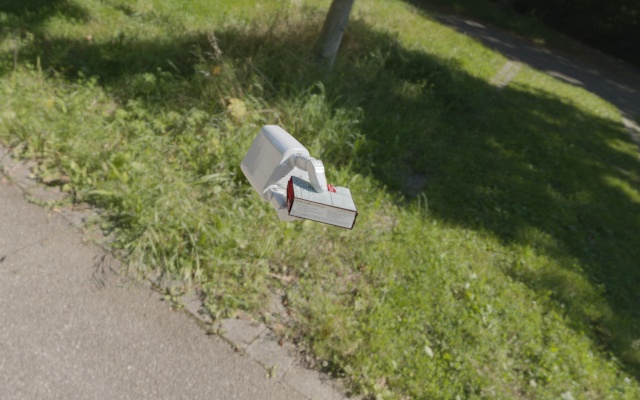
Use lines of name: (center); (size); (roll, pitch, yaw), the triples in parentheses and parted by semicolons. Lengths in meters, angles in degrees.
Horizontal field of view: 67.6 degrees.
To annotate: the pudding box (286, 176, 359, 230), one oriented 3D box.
pudding box: (0.000, 0.002, 0.800); (0.113, 0.039, 0.090); (12, 25, -12)
